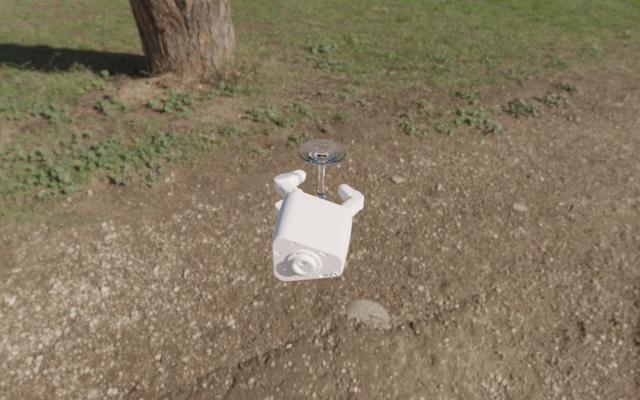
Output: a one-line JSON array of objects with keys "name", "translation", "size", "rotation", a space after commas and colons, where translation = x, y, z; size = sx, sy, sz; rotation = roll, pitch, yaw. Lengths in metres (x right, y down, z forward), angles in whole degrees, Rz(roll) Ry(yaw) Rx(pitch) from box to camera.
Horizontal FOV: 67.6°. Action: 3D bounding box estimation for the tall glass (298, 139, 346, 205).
[{"name": "tall glass", "translation": [0.000, 0.002, 0.799], "size": [0.079, 0.201, 0.079], "rotation": [1, 38, -1]}]
